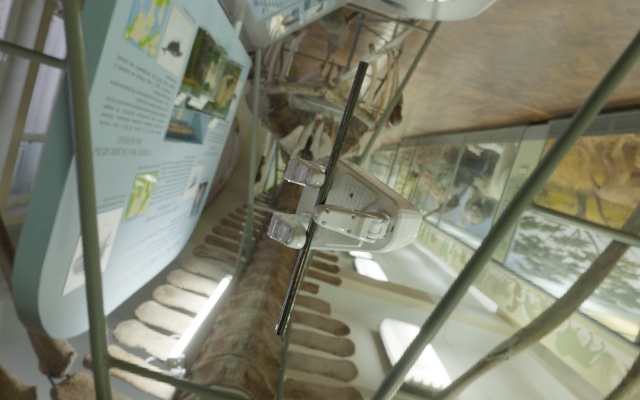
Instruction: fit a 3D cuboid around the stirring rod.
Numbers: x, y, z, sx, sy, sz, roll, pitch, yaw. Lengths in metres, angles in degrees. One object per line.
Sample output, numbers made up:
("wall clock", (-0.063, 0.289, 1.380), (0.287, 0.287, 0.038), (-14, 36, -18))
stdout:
("stirring rod", (0.000, 0.001, 0.402), (0.011, 0.239, 0.011), (17, 5, -2))
